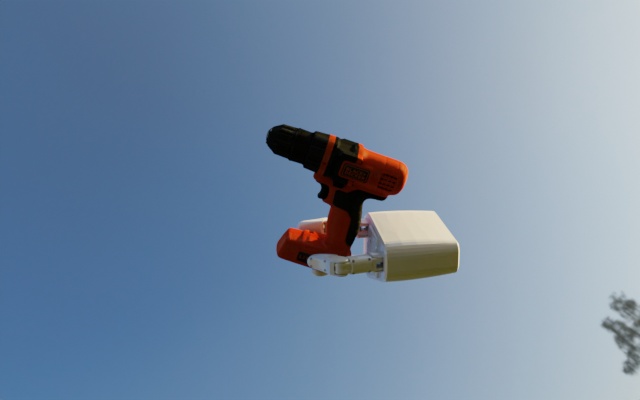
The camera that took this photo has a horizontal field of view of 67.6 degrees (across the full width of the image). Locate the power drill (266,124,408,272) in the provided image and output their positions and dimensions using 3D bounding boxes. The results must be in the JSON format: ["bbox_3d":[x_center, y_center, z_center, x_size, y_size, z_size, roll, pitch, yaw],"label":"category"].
[{"bbox_3d":[0.000,0.003,0.635,0.184,0.188,0.057,19,32,-3],"label":"power drill"}]
